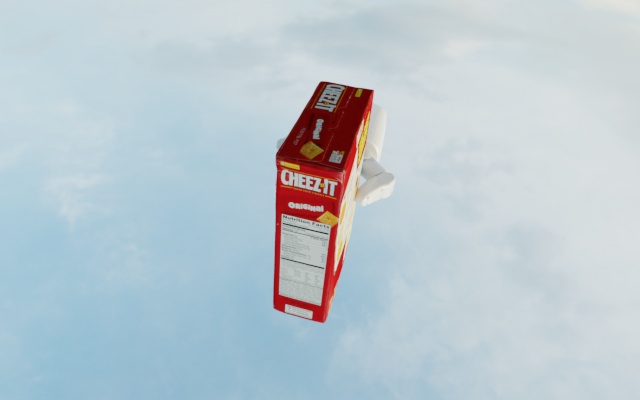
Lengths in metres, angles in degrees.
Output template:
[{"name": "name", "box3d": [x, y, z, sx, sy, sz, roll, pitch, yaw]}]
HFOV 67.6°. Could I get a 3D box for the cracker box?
[{"name": "cracker box", "box3d": [0.000, 0.002, 0.531, 0.072, 0.214, 0.164, 12, 40, 8]}]
